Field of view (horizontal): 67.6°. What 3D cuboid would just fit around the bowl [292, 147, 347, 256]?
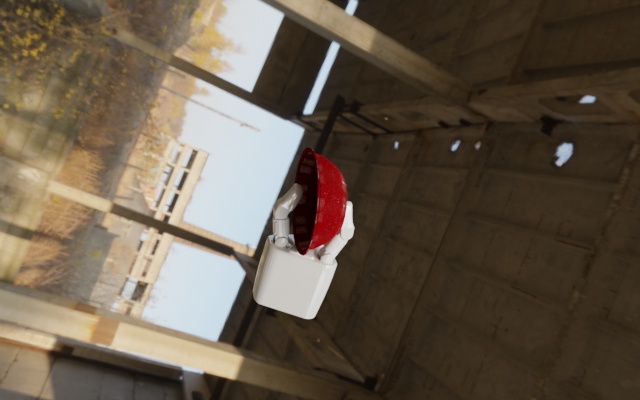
[{"bbox_3d":[0.001,0.001,0.717,0.055,0.162,0.162,3,-1,-15],"label":"bowl"}]
